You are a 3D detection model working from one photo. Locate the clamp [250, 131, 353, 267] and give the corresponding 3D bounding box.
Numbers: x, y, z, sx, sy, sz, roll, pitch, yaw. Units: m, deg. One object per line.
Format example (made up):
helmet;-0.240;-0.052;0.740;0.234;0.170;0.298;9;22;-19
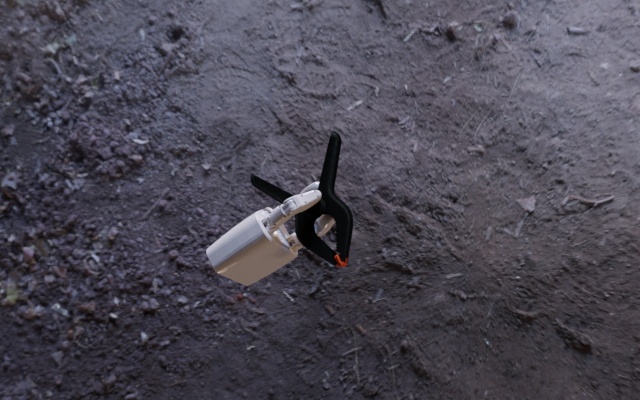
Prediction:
clamp;0.000;0.003;0.754;0.164;0.210;0.036;-34;-16;9
